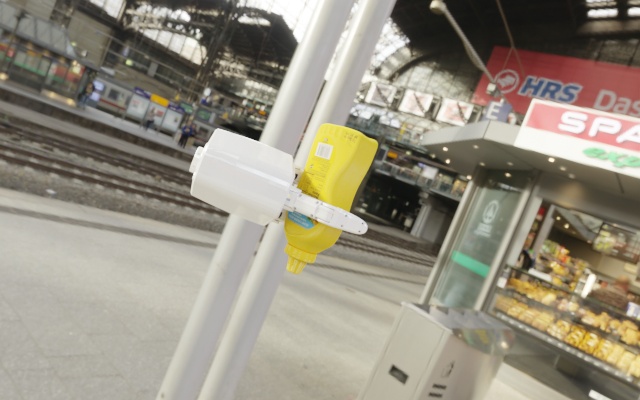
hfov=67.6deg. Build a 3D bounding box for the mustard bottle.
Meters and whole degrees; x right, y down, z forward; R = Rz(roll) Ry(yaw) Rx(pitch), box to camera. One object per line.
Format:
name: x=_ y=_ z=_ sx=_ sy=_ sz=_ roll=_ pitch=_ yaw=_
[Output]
mustard bottle: x=0.000 y=0.002 z=0.603 sx=0.058 sy=0.191 sz=0.096 roll=21 pitch=2 yaw=-37
